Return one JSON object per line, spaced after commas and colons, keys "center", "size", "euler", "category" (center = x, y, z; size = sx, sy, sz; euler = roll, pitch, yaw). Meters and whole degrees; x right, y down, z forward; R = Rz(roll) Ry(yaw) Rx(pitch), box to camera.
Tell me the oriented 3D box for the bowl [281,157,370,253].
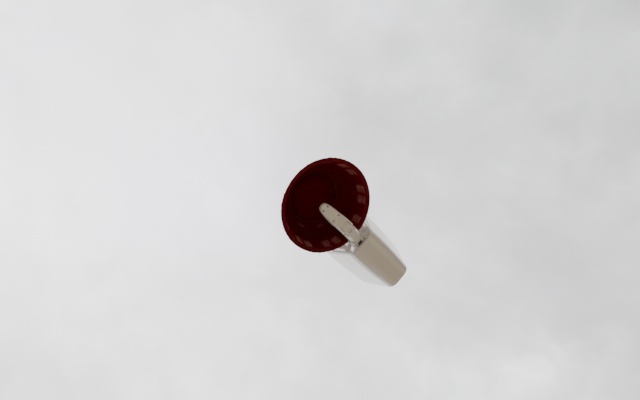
{"center": [-0.001, 0.001, 0.796], "size": [0.162, 0.162, 0.055], "euler": [0, 17, -27], "category": "bowl"}
